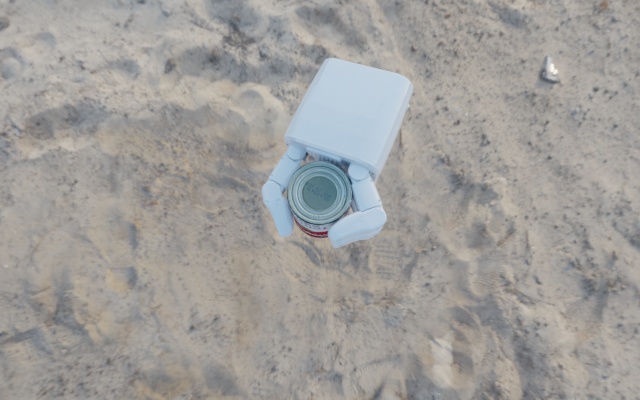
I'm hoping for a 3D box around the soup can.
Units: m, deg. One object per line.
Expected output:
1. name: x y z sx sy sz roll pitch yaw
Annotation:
1. soup can: 0.000 0.002 0.523 0.068 0.068 0.102 0 -11 1
